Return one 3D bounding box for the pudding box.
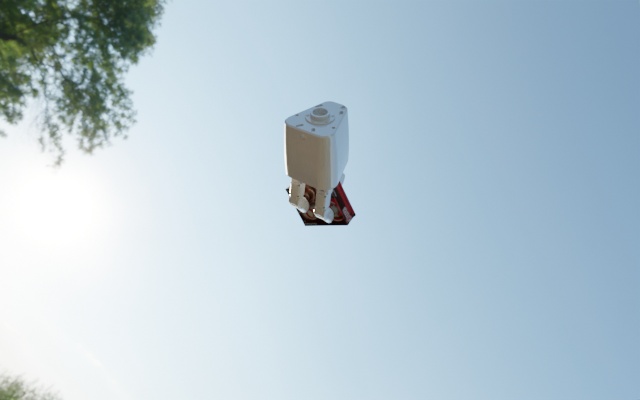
[{"bbox_3d":[0.000,0.003,0.896,0.113,0.090,0.039,-2,32,44],"label":"pudding box"}]
